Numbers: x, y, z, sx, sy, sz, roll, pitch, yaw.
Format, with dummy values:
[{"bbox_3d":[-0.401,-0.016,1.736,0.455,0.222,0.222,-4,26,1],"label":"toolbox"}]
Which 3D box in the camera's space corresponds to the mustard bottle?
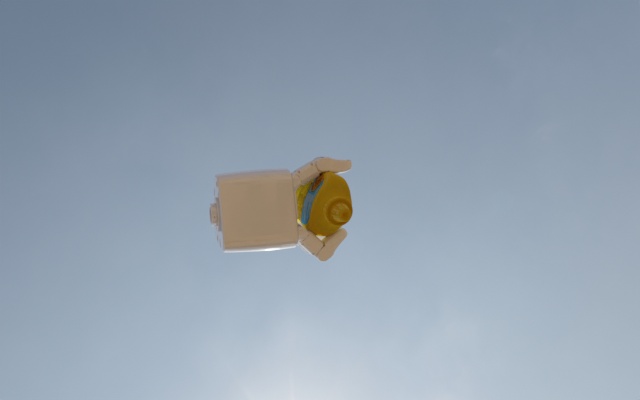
[{"bbox_3d":[0.000,0.002,0.723,0.058,0.096,0.191,22,2,-22],"label":"mustard bottle"}]
